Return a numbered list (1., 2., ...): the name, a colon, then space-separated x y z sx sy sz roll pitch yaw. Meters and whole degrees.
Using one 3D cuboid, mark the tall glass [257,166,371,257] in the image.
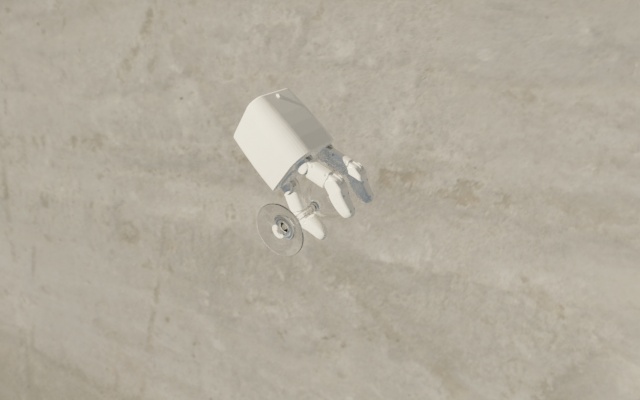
1. tall glass: 0.000 0.003 0.683 0.079 0.079 0.201 0 21 35
